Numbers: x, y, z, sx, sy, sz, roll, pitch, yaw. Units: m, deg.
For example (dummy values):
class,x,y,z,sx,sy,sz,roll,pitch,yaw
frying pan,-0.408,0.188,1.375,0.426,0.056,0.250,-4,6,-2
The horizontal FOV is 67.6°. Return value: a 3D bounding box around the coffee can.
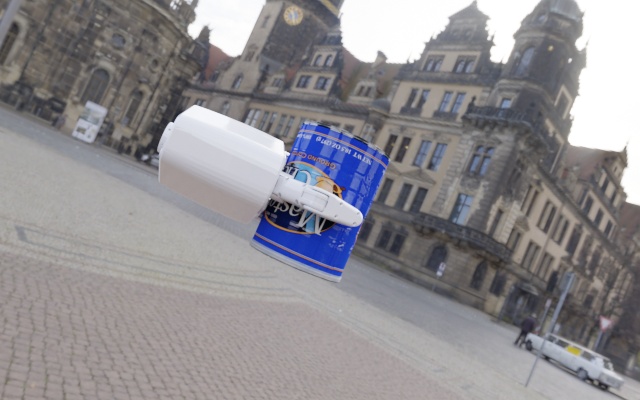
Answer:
class,x,y,z,sx,sy,sz,roll,pitch,yaw
coffee can,0.000,0.002,0.503,0.103,0.140,0.103,23,-3,1
